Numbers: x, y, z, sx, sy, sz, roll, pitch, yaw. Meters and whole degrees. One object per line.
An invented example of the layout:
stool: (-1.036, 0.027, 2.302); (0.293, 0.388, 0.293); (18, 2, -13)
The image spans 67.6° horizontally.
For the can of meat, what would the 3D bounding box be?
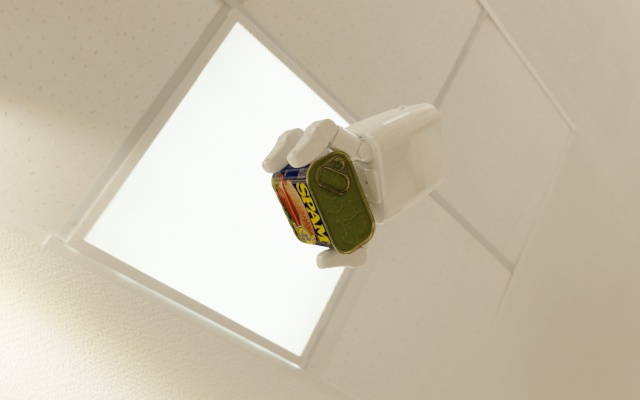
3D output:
can of meat: (0.000, 0.002, 0.508); (0.057, 0.102, 0.084); (-31, 18, -28)
